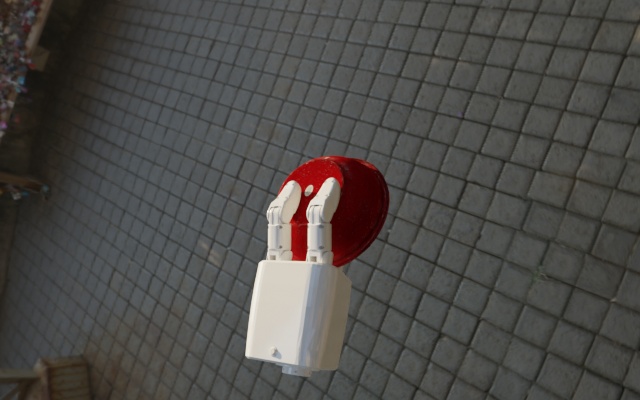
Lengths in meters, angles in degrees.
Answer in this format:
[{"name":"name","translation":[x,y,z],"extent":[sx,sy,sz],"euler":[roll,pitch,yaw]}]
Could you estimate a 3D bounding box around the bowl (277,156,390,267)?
[{"name":"bowl","translation":[0.000,0.001,0.588],"extent":[0.162,0.162,0.055],"euler":[0,-29,33]}]
